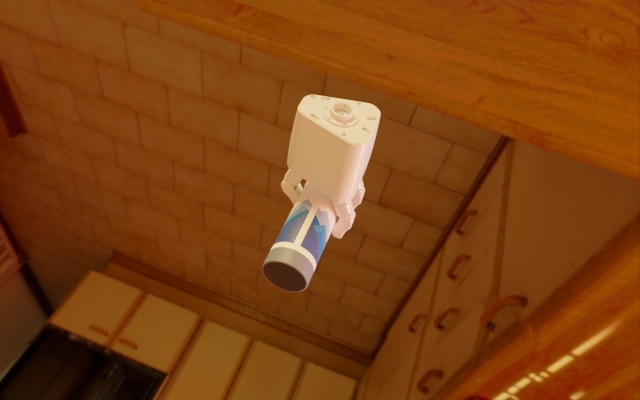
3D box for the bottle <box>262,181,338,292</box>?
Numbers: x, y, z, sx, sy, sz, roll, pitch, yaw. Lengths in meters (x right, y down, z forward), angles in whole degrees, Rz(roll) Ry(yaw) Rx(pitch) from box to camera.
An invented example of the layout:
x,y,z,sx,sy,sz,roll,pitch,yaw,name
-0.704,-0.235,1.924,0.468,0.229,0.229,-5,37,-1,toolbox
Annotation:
x,y,z,sx,sy,sz,roll,pitch,yaw,name
0.000,0.003,0.734,0.069,0.069,0.295,0,43,27,bottle
